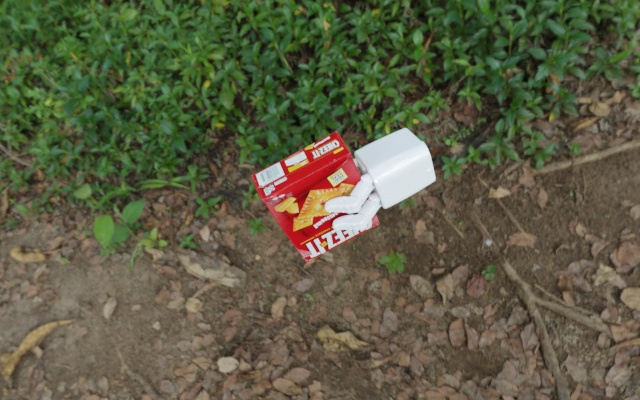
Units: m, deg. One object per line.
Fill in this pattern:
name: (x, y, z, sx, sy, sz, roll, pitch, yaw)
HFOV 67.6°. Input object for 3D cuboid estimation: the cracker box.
cracker box: (0.000, 0.003, 0.850, 0.164, 0.072, 0.214, -27, -41, 1)
